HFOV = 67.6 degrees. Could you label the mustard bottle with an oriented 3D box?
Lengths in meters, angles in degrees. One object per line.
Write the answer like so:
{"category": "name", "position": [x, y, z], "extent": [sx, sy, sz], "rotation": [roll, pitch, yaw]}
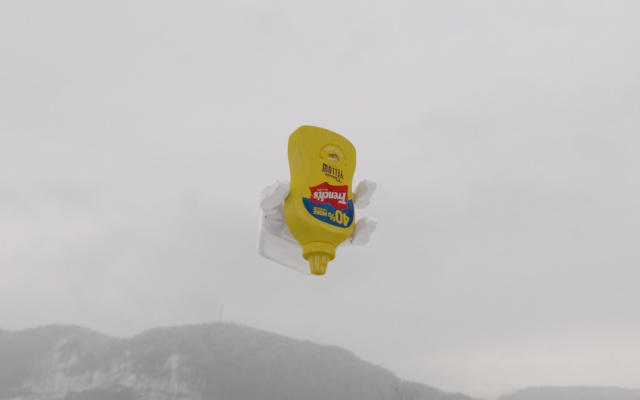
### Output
{"category": "mustard bottle", "position": [0.000, 0.002, 0.612], "extent": [0.096, 0.191, 0.058], "rotation": [20, -31, -31]}
